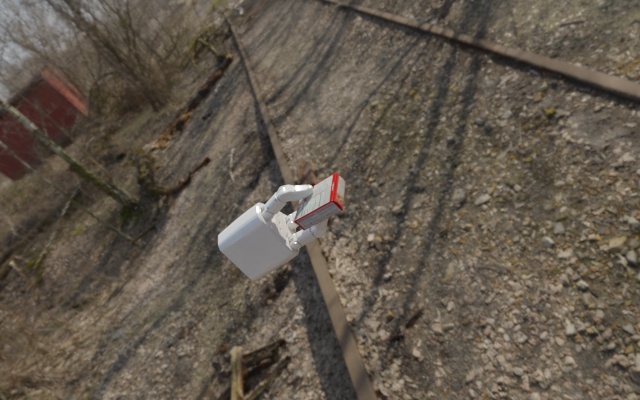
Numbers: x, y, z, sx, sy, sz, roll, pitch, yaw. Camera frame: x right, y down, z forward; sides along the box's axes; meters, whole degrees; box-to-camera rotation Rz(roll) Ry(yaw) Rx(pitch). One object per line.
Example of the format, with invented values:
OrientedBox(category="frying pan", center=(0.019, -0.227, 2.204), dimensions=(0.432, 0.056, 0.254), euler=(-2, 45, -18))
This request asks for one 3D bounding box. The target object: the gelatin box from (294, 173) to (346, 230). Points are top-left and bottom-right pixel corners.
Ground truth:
OrientedBox(category="gelatin box", center=(0.000, 0.002, 0.817), dimensions=(0.089, 0.073, 0.030), euler=(-30, -59, 30))
